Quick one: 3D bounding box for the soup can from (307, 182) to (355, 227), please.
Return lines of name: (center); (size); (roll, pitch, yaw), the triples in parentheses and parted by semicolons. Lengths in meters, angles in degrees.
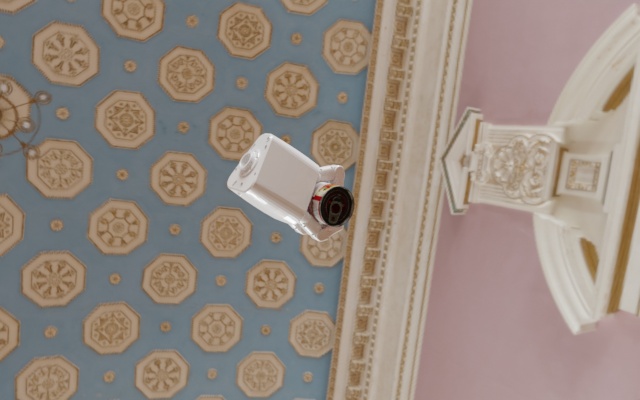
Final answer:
soup can: (0.000, 0.003, 0.808); (0.068, 0.068, 0.102); (0, 8, -34)
